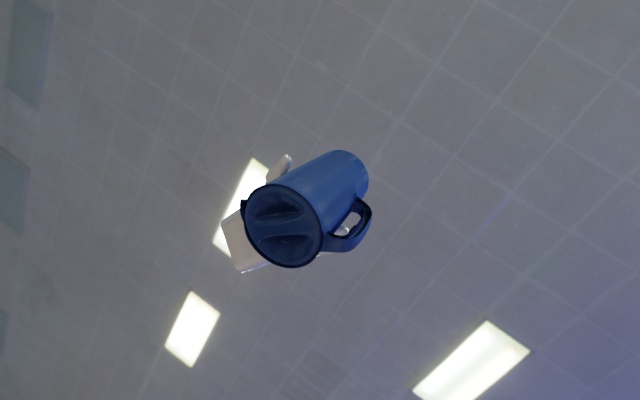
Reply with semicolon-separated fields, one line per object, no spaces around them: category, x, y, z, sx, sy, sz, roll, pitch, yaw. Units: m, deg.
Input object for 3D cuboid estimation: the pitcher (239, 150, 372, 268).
pitcher;0.000;0.003;0.778;0.145;0.149;0.242;-29;6;33
